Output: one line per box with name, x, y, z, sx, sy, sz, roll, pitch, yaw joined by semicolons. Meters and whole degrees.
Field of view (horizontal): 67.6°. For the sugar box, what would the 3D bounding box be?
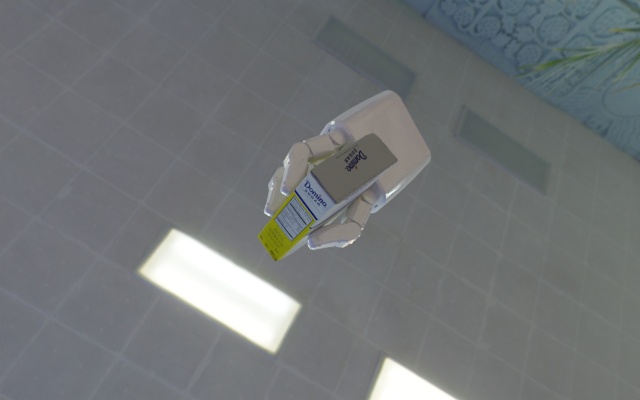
sugar box;0.000;0.001;0.514;0.093;0.048;0.176;-34;-9;-34
